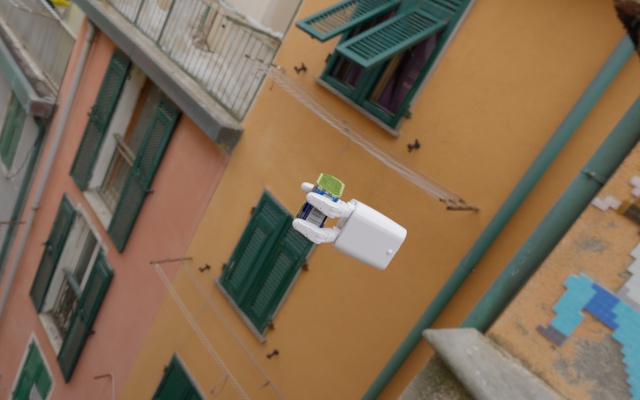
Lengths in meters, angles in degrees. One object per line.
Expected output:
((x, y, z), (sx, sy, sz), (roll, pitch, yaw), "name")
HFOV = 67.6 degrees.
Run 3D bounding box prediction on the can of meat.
((0.000, 0.003, 0.883), (0.057, 0.084, 0.102), (29, 19, -2), "can of meat")
